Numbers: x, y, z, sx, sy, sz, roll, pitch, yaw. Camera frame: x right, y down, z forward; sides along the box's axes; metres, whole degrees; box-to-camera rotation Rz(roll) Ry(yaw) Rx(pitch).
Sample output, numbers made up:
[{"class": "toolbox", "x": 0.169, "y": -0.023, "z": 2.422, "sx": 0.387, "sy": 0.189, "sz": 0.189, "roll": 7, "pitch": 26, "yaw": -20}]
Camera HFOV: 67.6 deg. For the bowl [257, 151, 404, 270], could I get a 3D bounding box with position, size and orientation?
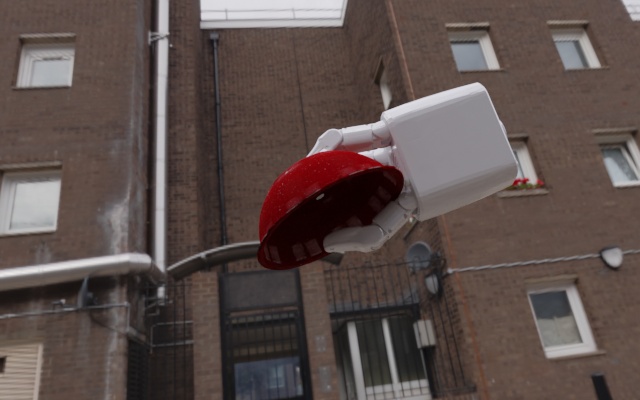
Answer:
[{"class": "bowl", "x": -0.001, "y": 0.002, "z": 0.470, "sx": 0.162, "sy": 0.055, "sz": 0.162, "roll": -27, "pitch": -24, "yaw": -13}]
